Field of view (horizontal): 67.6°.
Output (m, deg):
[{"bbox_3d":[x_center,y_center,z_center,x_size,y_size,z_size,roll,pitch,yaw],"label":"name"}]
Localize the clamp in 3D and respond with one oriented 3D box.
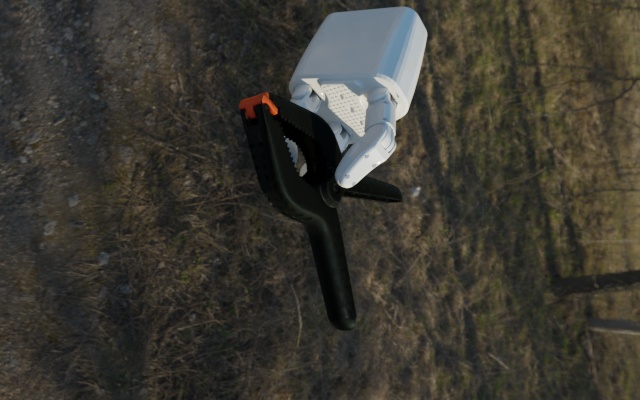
[{"bbox_3d":[0.000,0.001,0.408,0.036,0.164,0.210,-8,-40,38],"label":"clamp"}]
